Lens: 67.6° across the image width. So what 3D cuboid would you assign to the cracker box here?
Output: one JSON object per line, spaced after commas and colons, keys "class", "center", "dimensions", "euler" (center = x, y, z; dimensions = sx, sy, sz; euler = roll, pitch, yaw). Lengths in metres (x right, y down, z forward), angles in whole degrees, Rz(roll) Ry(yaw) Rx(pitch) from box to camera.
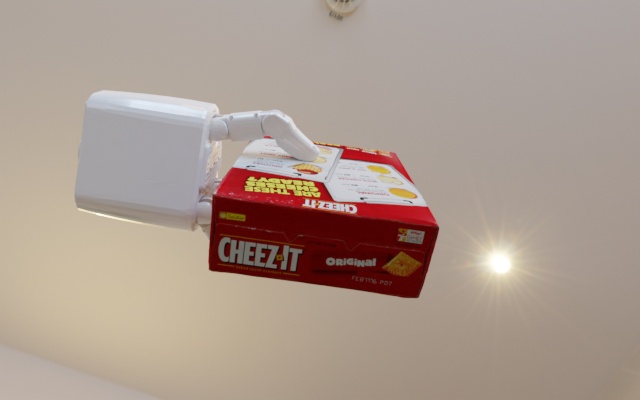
{"class": "cracker box", "center": [0.000, 0.001, 0.443], "dimensions": [0.164, 0.072, 0.213], "euler": [8, 20, -3]}
